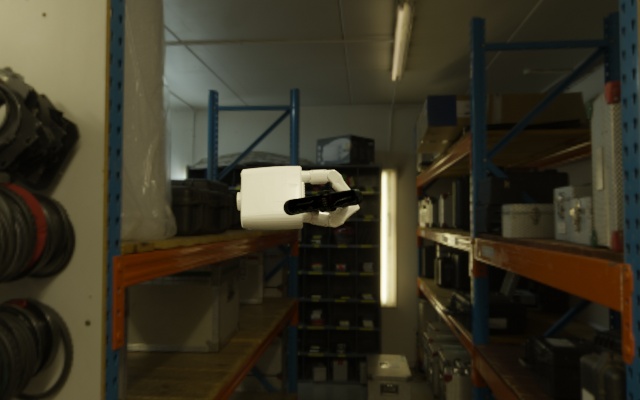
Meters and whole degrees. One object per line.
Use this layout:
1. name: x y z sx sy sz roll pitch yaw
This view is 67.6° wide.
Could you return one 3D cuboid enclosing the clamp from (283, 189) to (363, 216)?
1. clamp: 0.000 0.002 0.784 0.120 0.039 0.171 -3 -2 -3
